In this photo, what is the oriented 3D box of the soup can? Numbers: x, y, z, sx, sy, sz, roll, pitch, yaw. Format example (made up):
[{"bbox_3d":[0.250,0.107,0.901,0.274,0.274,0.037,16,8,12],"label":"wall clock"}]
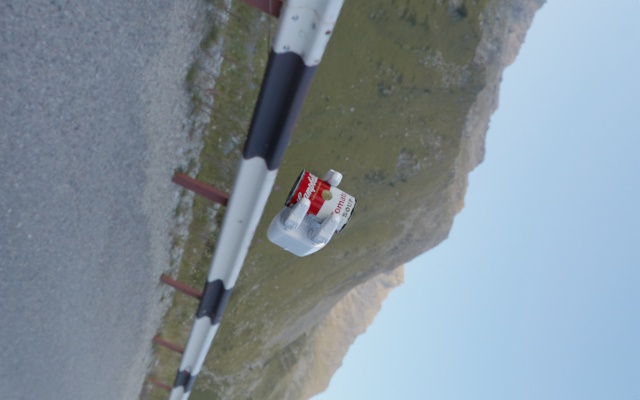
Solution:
[{"bbox_3d":[0.001,0.003,0.794,0.102,0.068,0.068,29,-4,-8],"label":"soup can"}]
